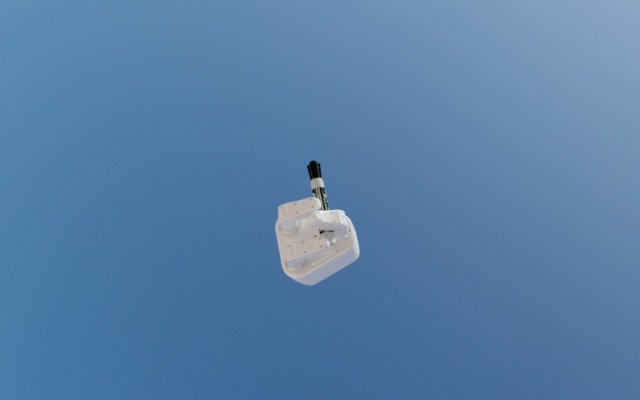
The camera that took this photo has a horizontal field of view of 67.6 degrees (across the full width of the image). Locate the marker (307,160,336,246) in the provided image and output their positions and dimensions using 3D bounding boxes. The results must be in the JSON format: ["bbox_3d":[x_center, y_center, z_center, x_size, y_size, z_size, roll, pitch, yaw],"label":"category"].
[{"bbox_3d":[0.000,0.002,0.641,0.020,0.121,0.020,-10,-19,-4],"label":"marker"}]
